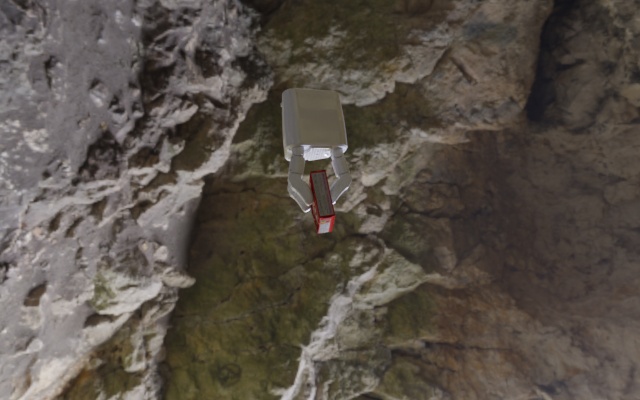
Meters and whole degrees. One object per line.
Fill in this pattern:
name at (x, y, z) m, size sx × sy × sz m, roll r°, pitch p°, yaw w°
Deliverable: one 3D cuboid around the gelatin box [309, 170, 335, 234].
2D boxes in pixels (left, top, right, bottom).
gelatin box at (0.001, 0.003, 0.821) m, size 0.030 × 0.089 × 0.073 m, roll -9°, pitch -24°, yaw -8°
